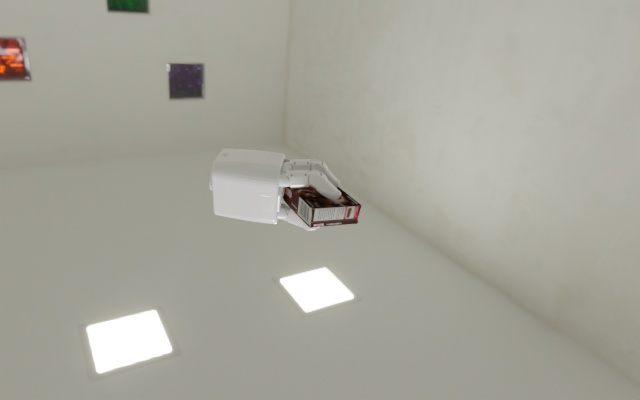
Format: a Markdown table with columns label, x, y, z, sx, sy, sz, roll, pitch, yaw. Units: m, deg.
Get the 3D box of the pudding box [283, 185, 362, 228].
| label | x | y | z | sx | sy | sz | roll | pitch | yaw |
| --- | --- | --- | --- | --- | --- | --- | --- | --- | --- |
| pudding box | 0.000 | 0.003 | 0.787 | 0.090 | 0.039 | 0.113 | -4 | 28 | -27 |
